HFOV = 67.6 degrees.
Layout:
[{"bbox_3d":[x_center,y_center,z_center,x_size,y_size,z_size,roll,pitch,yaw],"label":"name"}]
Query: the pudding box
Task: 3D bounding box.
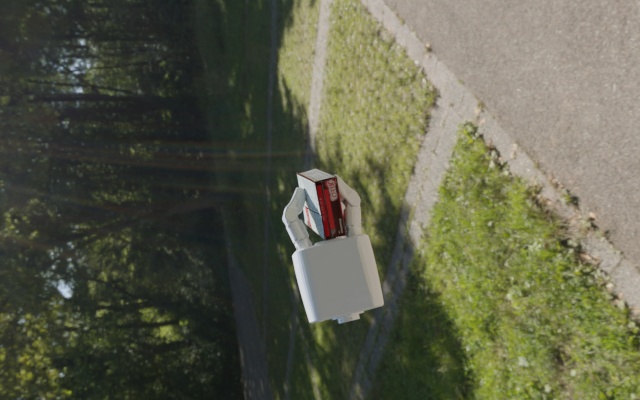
[{"bbox_3d":[0.000,0.002,0.729,0.039,0.090,0.113,-13,14,-16],"label":"pudding box"}]
